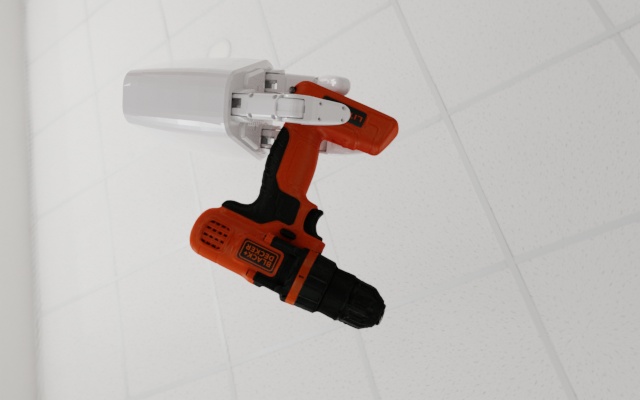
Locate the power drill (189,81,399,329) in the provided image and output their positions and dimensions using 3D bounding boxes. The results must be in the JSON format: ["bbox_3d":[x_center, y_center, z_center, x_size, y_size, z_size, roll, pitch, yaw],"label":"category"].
[{"bbox_3d":[0.000,0.001,0.431,0.184,0.187,0.057,25,-10,2],"label":"power drill"}]
